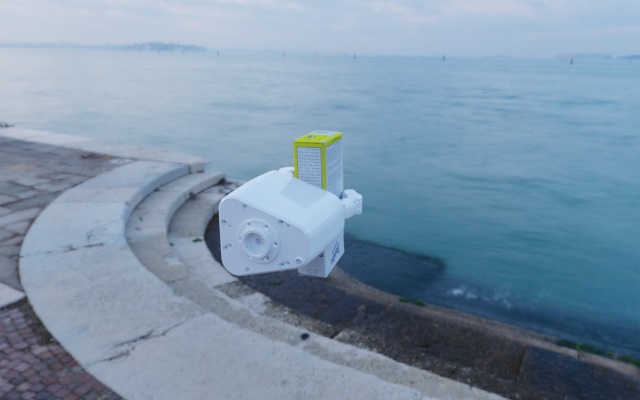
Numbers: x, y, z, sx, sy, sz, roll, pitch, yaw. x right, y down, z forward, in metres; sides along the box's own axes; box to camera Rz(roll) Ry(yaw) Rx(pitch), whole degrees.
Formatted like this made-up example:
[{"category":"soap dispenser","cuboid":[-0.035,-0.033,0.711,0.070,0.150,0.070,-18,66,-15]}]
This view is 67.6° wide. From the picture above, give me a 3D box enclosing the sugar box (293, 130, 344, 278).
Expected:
[{"category":"sugar box","cuboid":[0.000,0.002,0.627,0.048,0.176,0.093,7,18,17]}]
